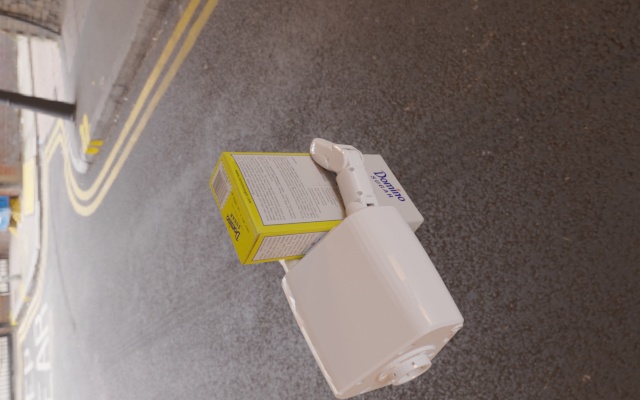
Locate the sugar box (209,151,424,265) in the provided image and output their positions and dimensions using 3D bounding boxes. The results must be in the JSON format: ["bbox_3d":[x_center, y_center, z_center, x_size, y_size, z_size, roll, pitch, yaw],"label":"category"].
[{"bbox_3d":[0.000,0.002,0.429,0.176,0.093,0.048,0,-42,-37],"label":"sugar box"}]
